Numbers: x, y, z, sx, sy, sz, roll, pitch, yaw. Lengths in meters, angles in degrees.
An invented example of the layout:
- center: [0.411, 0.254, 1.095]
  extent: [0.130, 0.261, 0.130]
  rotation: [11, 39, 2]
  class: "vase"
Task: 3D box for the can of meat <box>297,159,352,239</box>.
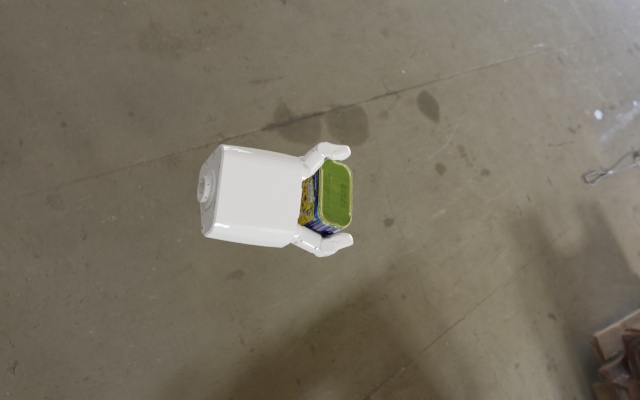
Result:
- center: [0.000, 0.002, 0.665]
  extent: [0.057, 0.102, 0.084]
  rotation: [14, -26, -27]
  class: "can of meat"
